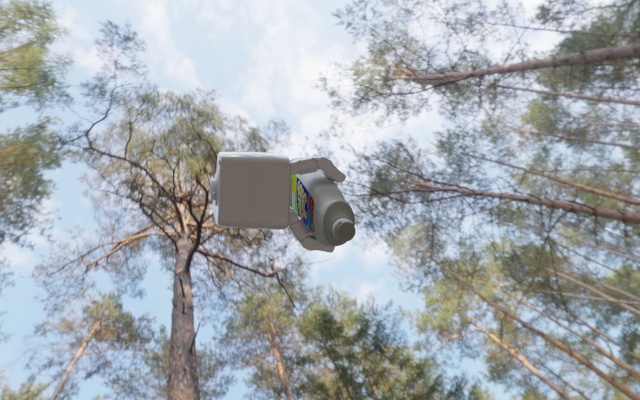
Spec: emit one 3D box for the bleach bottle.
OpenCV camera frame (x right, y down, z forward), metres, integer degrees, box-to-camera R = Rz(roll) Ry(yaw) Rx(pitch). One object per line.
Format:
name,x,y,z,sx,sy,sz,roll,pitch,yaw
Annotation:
bleach bottle,0.000,0.003,0.762,0.068,0.102,0.250,0,15,-17
